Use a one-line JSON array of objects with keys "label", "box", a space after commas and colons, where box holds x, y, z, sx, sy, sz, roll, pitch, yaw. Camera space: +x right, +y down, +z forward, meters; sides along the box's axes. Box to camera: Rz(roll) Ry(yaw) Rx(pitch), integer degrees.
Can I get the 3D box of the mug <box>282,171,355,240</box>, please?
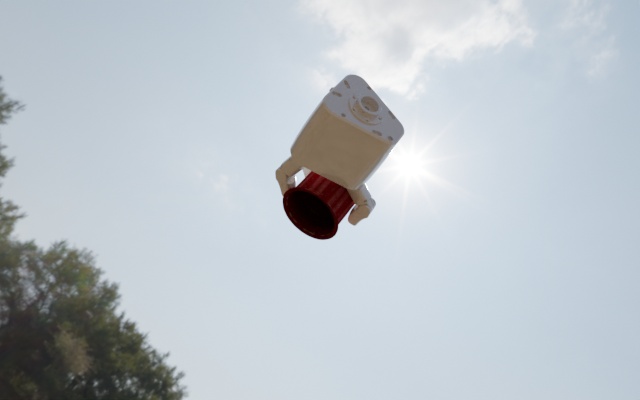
[{"label": "mug", "box": [0.000, 0.003, 0.707, 0.081, 0.093, 0.117, -49, 0, -39]}]
